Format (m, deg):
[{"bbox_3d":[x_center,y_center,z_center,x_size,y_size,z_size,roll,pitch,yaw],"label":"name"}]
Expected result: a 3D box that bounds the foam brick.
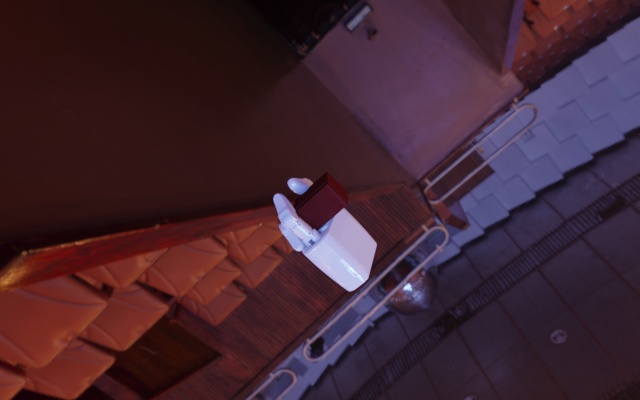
[{"bbox_3d":[0.000,0.002,0.768,0.078,0.051,0.053,-41,15,19],"label":"foam brick"}]
